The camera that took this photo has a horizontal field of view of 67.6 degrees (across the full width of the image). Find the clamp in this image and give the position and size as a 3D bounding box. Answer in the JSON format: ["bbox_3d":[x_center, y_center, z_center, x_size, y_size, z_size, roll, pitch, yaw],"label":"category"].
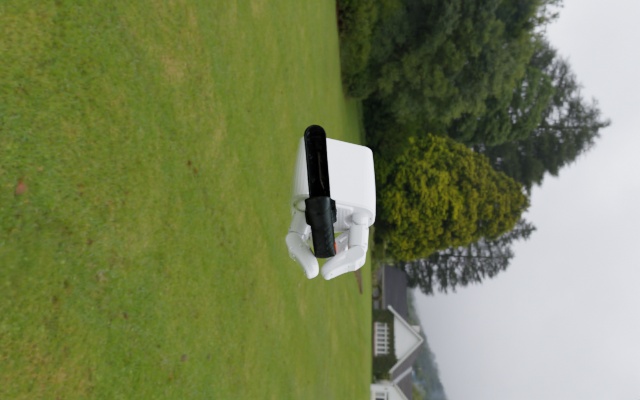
[{"bbox_3d":[0.001,0.002,0.547,0.039,0.120,0.172,2,-33,3],"label":"clamp"}]
